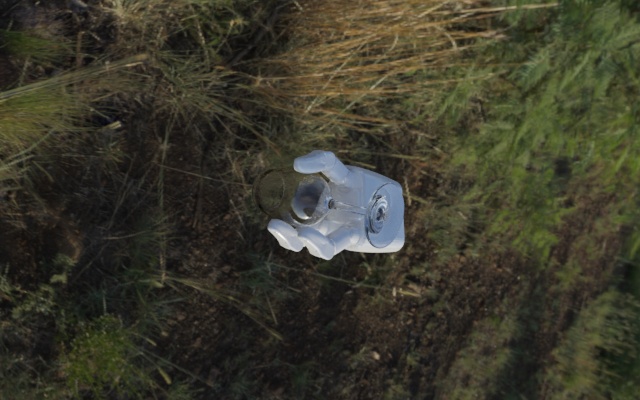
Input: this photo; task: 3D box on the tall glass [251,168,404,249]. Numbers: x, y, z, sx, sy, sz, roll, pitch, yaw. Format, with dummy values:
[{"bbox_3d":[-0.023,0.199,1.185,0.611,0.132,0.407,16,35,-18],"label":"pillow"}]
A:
[{"bbox_3d":[0.001,0.002,0.597,0.201,0.079,0.079,12,8,41],"label":"tall glass"}]
